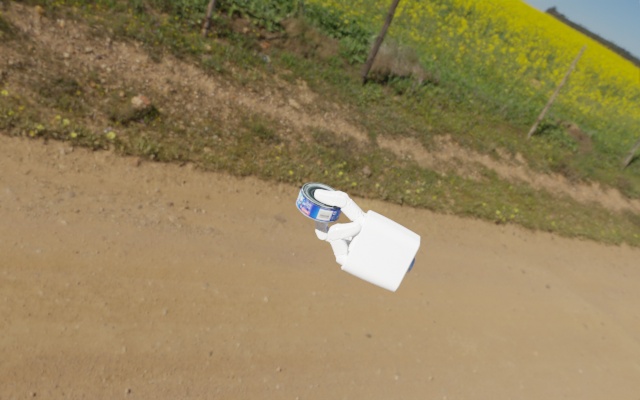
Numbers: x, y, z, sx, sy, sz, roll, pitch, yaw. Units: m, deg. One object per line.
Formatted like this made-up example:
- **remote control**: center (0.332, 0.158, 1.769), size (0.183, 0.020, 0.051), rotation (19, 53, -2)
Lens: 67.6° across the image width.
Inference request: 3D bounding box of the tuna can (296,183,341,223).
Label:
- **tuna can**: center (0.000, 0.002, 0.885), size (0.086, 0.034, 0.086), rotation (17, 29, -10)
